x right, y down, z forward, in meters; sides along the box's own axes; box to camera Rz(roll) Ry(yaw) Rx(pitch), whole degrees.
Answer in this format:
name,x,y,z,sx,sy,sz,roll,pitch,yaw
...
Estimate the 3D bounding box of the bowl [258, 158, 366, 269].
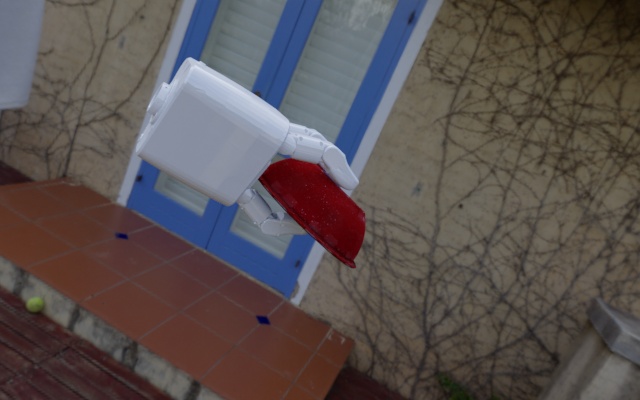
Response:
name,x,y,z,sx,sy,sz,roll,pitch,yaw
bowl,0.001,0.002,0.547,0.162,0.055,0.162,45,3,-3
